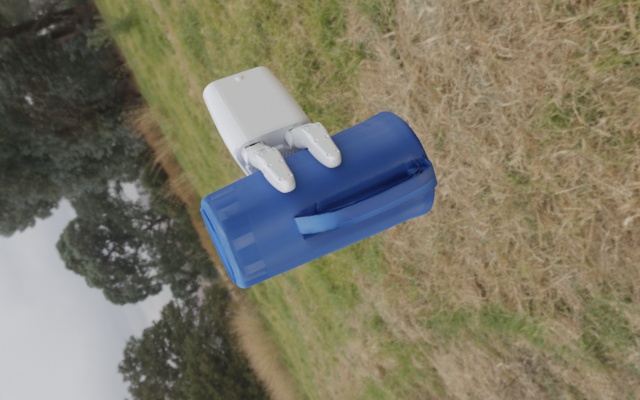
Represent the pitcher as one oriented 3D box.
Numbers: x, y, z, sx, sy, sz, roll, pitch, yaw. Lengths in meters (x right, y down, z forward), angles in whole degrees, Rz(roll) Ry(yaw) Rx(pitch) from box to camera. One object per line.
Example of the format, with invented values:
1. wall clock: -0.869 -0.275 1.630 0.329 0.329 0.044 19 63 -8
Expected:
1. pitcher: 0.000 0.002 0.531 0.243 0.145 0.149 -24 -29 -16
